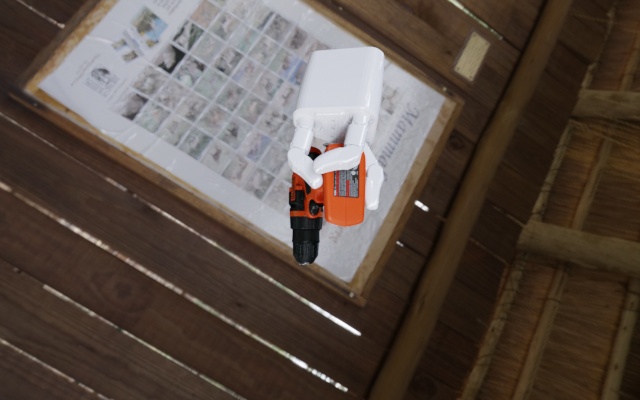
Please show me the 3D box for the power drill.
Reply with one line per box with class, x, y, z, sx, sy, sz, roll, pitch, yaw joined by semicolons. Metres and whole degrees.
power drill;0.000;0.002;0.677;0.057;0.184;0.187;1;-5;-21
